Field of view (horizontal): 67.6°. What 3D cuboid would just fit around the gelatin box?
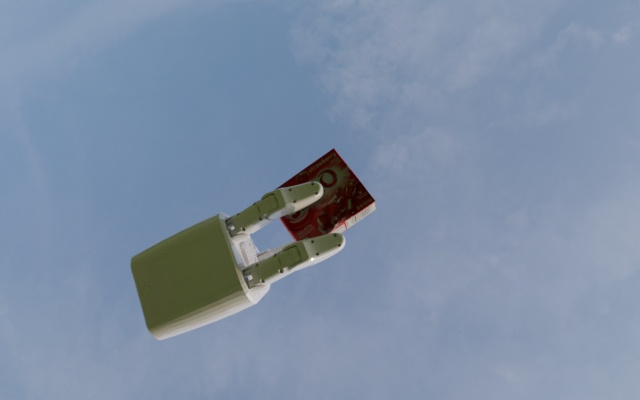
[{"bbox_3d":[0.000,0.002,0.488,0.089,0.073,0.030,-35,-19,-6],"label":"gelatin box"}]
